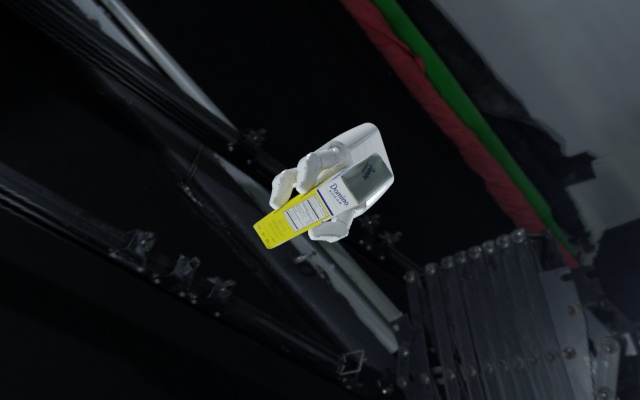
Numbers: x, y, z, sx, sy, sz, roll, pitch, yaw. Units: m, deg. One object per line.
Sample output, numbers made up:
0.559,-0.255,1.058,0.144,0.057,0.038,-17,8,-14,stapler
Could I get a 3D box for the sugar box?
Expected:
0.000,0.002,0.620,0.176,0.048,0.093,-32,3,41,sugar box
